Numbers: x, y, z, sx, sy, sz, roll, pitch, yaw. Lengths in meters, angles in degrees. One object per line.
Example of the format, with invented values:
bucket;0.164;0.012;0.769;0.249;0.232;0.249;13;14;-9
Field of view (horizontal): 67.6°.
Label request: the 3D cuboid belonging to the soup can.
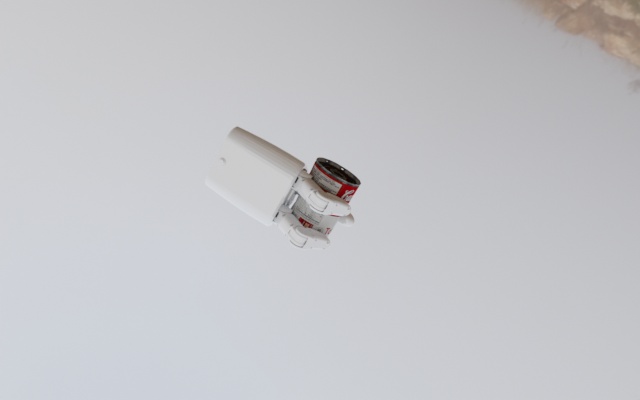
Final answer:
soup can;0.000;0.003;0.648;0.068;0.102;0.068;28;17;-9
